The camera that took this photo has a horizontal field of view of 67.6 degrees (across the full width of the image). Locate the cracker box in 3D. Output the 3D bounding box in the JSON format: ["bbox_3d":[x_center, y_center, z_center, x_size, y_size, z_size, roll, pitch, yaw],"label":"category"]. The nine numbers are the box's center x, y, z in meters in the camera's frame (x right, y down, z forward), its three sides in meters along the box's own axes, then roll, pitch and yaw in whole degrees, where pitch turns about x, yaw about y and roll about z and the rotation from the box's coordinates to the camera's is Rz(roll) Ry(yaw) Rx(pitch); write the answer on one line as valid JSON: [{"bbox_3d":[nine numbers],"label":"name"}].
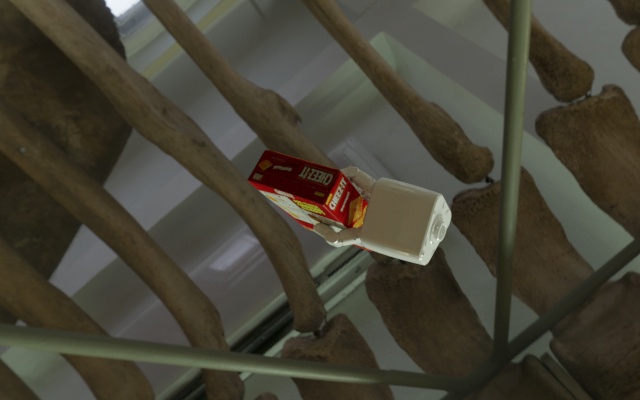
[{"bbox_3d":[0.000,0.003,0.843,0.164,0.072,0.214,18,-16,33],"label":"cracker box"}]
